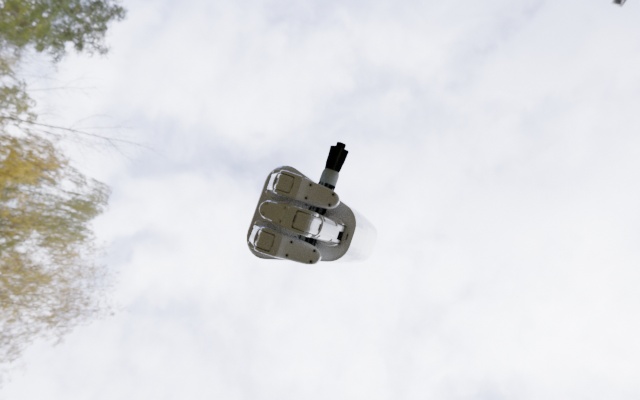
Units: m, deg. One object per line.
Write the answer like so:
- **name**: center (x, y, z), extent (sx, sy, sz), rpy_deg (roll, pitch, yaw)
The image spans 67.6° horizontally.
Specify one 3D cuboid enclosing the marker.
- **marker**: center (0.000, 0.001, 0.457), extent (0.020, 0.121, 0.020), rpy_deg (20, -2, 1)
